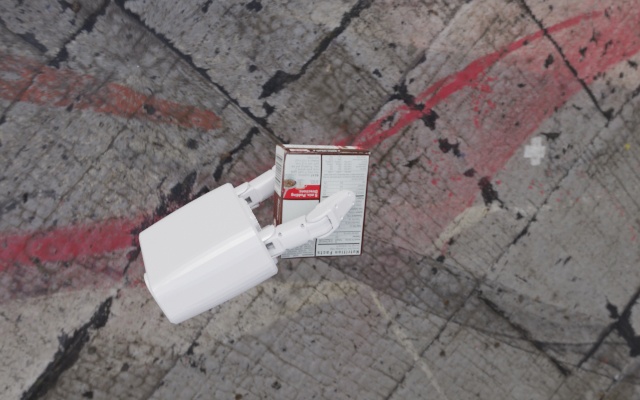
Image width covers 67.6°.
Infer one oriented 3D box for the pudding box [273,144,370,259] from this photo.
[{"bbox_3d":[0.000,0.002,0.483,0.090,0.113,0.039,-1,17,-16],"label":"pudding box"}]
